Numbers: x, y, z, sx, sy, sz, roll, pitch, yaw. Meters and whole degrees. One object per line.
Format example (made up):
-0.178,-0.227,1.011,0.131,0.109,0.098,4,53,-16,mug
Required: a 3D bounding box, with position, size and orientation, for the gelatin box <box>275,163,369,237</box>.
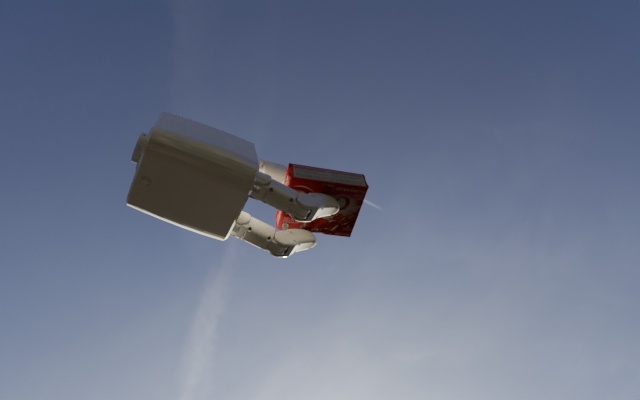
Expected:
0.000,0.002,0.533,0.089,0.073,0.030,7,36,-14,gelatin box
